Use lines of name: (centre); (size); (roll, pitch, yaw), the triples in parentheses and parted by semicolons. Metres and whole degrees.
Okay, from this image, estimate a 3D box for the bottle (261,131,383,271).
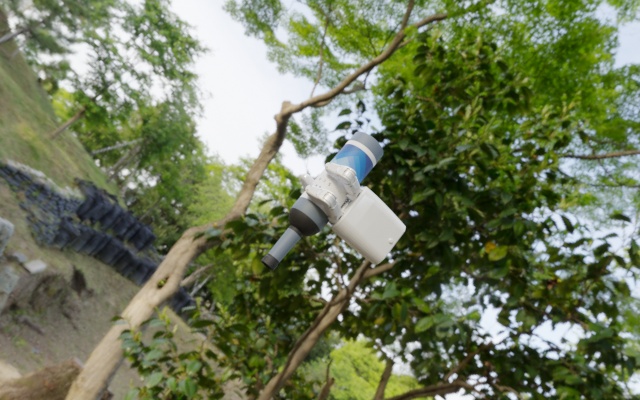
bottle: (0.000, 0.003, 0.846); (0.069, 0.295, 0.069); (36, -18, 13)
